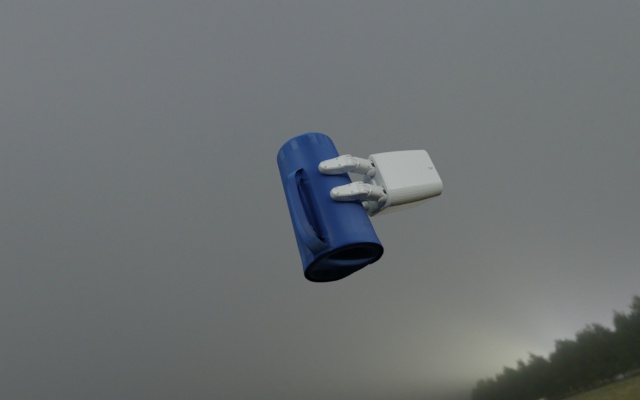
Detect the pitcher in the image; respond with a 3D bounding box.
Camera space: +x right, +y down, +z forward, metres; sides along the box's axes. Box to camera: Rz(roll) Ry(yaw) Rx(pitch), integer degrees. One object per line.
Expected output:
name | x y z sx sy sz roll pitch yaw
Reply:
pitcher | 0.000 0.003 0.801 0.145 0.242 0.149 -9 -31 -19
